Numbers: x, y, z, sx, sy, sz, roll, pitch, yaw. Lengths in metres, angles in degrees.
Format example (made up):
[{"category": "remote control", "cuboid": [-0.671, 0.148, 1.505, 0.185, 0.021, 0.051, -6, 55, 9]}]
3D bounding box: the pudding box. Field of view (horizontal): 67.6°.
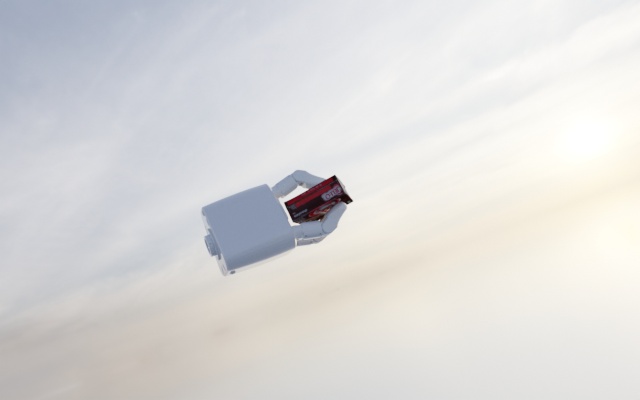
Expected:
[{"category": "pudding box", "cuboid": [0.000, 0.002, 0.750, 0.090, 0.039, 0.113, -28, -8, 7]}]
